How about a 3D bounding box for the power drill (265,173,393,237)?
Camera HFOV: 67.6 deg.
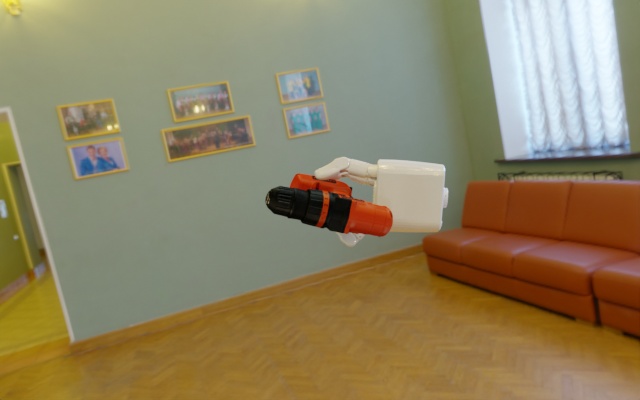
[{"bbox_3d":[0.000,0.002,0.735,0.184,0.057,0.187,14,10,-14],"label":"power drill"}]
